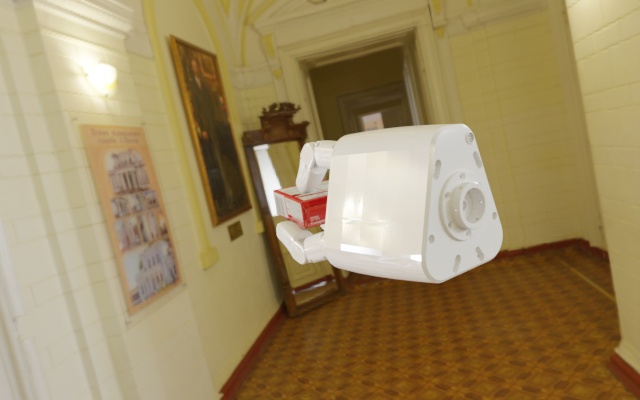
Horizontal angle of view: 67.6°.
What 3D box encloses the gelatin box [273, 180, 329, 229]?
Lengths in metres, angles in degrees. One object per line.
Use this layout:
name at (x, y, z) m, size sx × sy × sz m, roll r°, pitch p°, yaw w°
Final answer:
gelatin box at (0.000, 0.001, 0.493) m, size 0.073 × 0.030 × 0.089 m, roll -12°, pitch 13°, yaw -22°
